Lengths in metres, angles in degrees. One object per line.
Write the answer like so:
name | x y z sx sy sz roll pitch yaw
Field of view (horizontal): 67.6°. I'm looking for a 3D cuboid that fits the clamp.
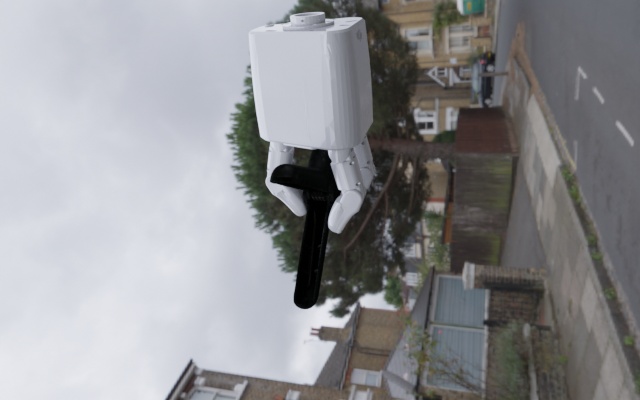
clamp | -0.001 0.001 0.522 0.036 0.165 0.210 5 29 16
